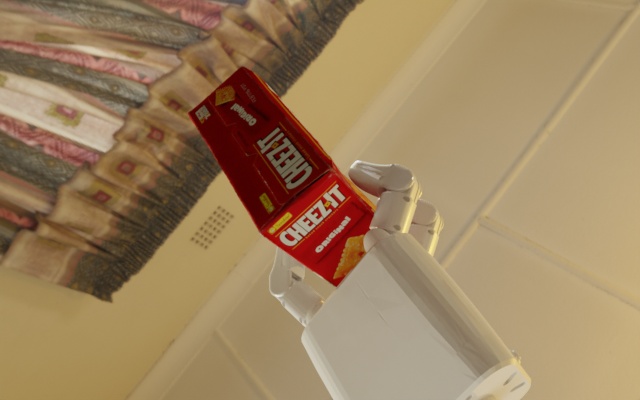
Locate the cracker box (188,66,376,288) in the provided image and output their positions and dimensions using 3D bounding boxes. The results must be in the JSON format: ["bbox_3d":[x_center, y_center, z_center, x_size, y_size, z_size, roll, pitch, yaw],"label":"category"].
[{"bbox_3d":[0.000,0.002,0.423,0.214,0.072,0.164,45,5,-48],"label":"cracker box"}]
